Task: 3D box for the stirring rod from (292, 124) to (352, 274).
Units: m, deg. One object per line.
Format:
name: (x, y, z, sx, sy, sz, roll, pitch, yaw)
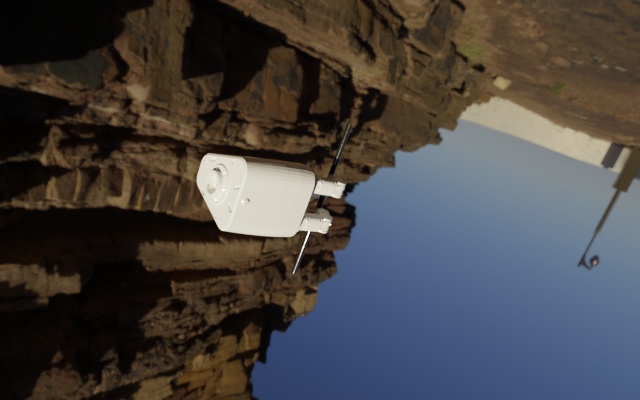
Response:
stirring rod: (0.000, 0.002, 0.706, 0.011, 0.239, 0.011, 19, 15, -5)
